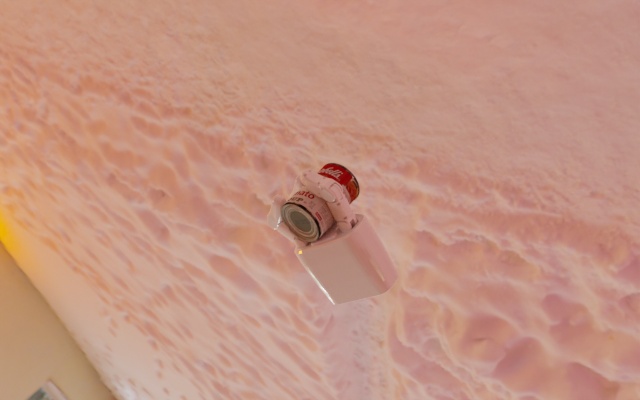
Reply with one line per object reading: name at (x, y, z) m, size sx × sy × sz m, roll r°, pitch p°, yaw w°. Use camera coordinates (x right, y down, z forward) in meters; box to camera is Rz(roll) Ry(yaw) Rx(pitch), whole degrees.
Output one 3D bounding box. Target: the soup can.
soup can at (0.000, 0.002, 0.671) m, size 0.068 × 0.068 × 0.102 m, roll 0°, pitch 35°, yaw 44°
